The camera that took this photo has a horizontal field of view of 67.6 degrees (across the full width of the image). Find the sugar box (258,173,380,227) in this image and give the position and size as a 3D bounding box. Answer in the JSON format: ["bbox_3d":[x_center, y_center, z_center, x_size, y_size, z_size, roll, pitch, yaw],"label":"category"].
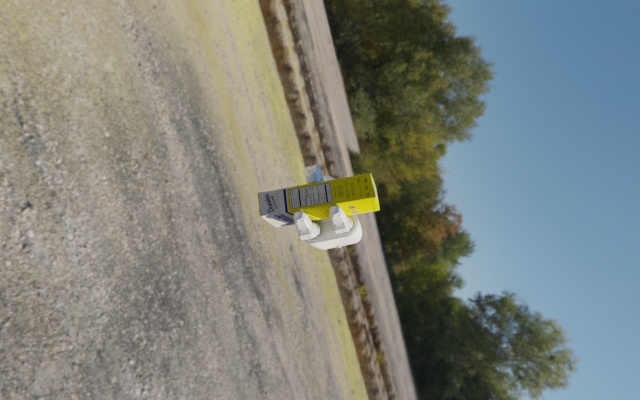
[{"bbox_3d":[0.000,0.003,0.747,0.176,0.048,0.093,-12,-16,8],"label":"sugar box"}]
